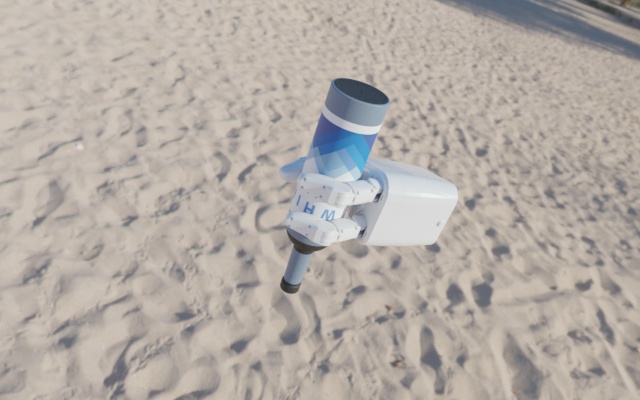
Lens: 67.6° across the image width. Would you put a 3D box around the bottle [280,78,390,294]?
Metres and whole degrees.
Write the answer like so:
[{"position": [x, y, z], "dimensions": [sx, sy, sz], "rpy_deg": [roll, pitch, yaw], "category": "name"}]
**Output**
[{"position": [0.000, 0.002, 0.582], "dimensions": [0.069, 0.296, 0.069], "rpy_deg": [14, 32, -9], "category": "bottle"}]
